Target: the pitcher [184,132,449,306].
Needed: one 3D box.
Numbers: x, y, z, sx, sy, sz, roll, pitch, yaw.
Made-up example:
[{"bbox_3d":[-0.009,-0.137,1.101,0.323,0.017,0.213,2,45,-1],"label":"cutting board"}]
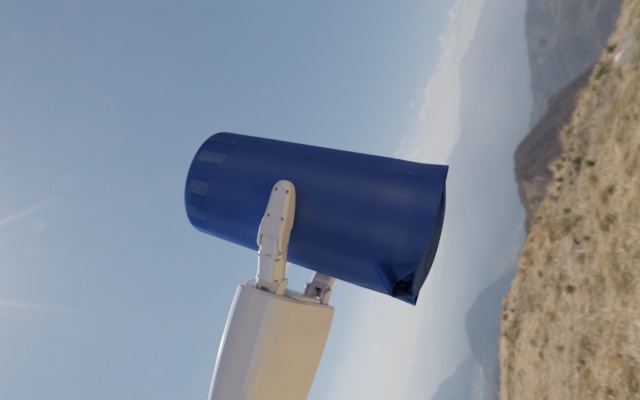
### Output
[{"bbox_3d":[0.000,0.002,0.479,0.243,0.145,0.149,14,-7,15],"label":"pitcher"}]
